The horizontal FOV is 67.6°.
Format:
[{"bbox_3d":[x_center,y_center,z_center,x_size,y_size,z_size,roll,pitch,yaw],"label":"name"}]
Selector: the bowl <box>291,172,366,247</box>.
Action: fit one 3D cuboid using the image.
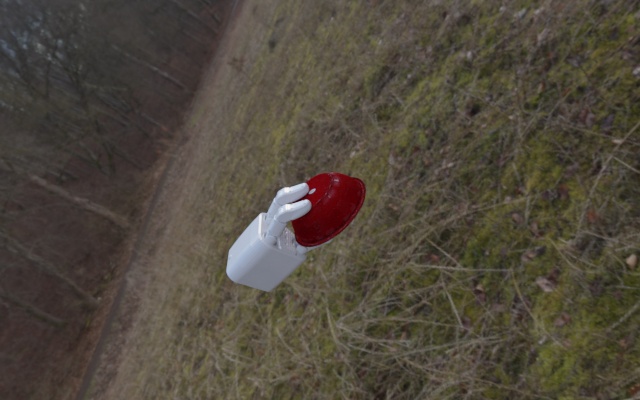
[{"bbox_3d":[0.001,0.002,0.848,0.055,0.162,0.162,47,-26,-27],"label":"bowl"}]
